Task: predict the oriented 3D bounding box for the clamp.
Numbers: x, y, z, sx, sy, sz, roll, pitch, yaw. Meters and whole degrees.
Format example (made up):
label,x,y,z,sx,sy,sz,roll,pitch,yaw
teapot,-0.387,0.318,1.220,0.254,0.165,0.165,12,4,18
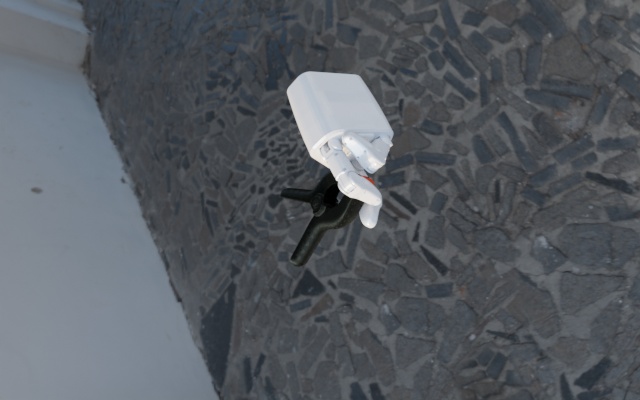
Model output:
label,x,y,z,sx,sy,sz,roll,pitch,yaw
clamp,0.000,0.002,0.658,0.039,0.120,0.171,6,-38,-46
